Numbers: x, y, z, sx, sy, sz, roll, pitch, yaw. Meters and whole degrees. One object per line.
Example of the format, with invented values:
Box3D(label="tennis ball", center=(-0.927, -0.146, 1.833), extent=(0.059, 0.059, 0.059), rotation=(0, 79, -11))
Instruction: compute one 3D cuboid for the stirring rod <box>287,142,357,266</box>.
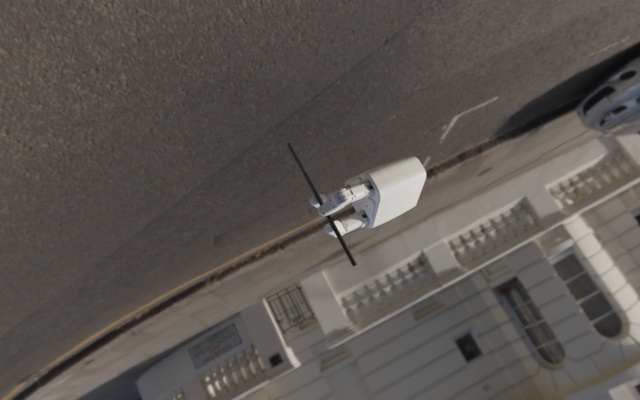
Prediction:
Box3D(label="stirring rod", center=(0.000, 0.002, 0.800), extent=(0.011, 0.239, 0.011), rotation=(-26, -16, -8))
